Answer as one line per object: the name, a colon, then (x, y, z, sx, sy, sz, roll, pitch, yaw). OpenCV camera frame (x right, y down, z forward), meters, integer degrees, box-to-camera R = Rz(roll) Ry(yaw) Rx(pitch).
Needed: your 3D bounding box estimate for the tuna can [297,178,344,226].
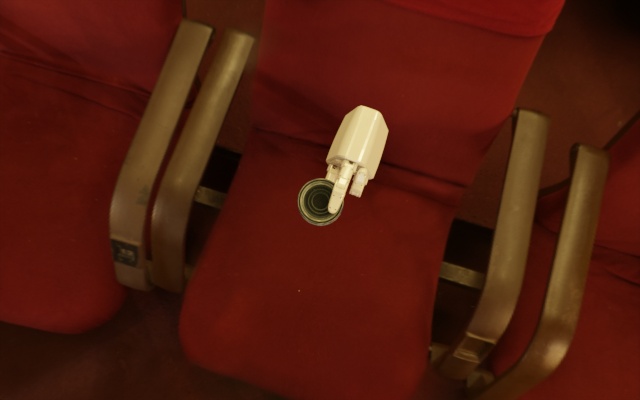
tuna can: (0.000, 0.003, 0.875, 0.086, 0.086, 0.034, 0, -5, -1)
